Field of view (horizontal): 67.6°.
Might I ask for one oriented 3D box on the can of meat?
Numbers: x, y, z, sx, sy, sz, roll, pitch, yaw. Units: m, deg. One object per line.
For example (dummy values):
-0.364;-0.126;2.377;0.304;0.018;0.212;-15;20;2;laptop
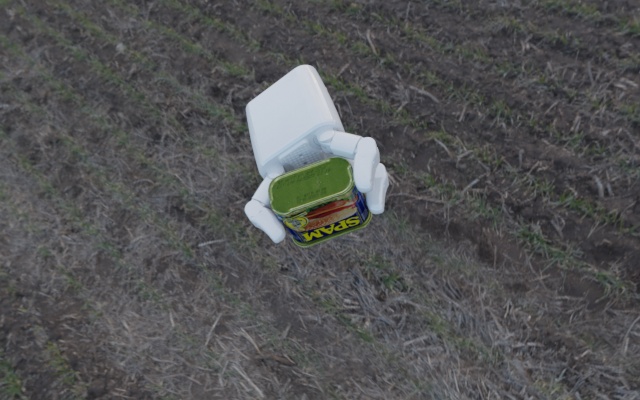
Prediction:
0.000;0.002;0.545;0.102;0.057;0.084;-19;-32;7;can of meat
